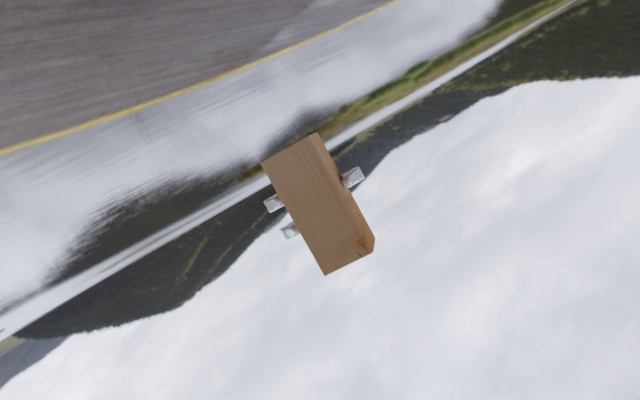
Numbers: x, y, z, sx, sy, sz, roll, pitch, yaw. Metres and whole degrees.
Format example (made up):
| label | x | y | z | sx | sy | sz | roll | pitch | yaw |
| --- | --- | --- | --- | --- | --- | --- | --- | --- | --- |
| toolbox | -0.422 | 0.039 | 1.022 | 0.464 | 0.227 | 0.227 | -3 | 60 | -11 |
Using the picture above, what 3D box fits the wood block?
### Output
| label | x | y | z | sx | sy | sz | roll | pitch | yaw |
| --- | --- | --- | --- | --- | --- | --- | --- | --- | --- |
| wood block | 0.001 | 0.002 | 0.777 | 0.091 | 0.206 | 0.090 | -28 | 6 | 14 |
